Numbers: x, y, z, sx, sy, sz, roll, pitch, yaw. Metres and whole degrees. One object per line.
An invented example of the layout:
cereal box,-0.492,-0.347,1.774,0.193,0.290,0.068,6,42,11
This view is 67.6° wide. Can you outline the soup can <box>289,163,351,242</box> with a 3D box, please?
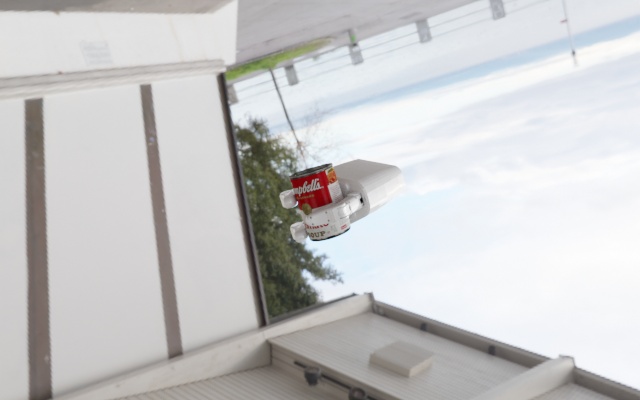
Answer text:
soup can,0.000,0.003,0.714,0.068,0.102,0.068,-17,10,3
